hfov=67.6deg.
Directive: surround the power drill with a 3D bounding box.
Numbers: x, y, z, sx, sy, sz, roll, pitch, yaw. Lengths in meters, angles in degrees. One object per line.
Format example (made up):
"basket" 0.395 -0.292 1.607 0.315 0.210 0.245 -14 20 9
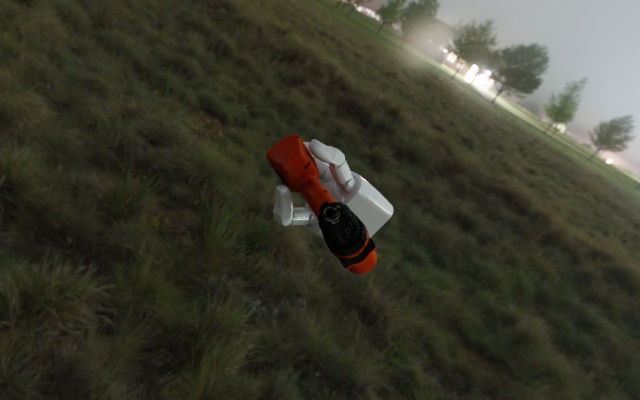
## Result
"power drill" 0.000 0.002 0.624 0.057 0.187 0.184 -33 -28 -2
